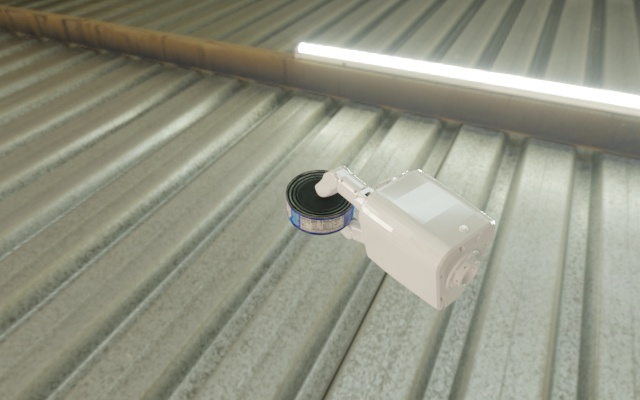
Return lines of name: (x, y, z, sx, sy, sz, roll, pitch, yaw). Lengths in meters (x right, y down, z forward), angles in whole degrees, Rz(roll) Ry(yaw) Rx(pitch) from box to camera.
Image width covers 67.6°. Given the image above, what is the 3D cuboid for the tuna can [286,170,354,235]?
tuna can: (0.000, 0.002, 0.591, 0.086, 0.034, 0.086, 1, 44, -1)
